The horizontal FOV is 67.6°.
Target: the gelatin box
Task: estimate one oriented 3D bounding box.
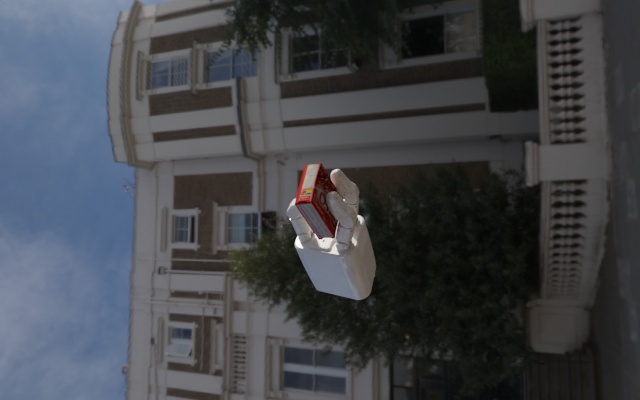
[{"bbox_3d":[0.000,0.002,0.692,0.030,0.073,0.089,-7,-42,25],"label":"gelatin box"}]
